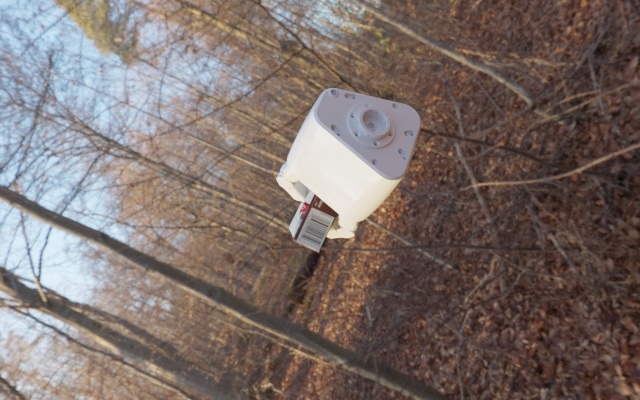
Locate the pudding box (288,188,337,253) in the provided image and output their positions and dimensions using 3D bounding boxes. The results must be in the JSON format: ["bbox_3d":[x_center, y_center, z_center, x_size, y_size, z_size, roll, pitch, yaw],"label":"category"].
[{"bbox_3d":[0.000,0.002,0.607,0.039,0.113,0.090,27,0,-8],"label":"pudding box"}]
